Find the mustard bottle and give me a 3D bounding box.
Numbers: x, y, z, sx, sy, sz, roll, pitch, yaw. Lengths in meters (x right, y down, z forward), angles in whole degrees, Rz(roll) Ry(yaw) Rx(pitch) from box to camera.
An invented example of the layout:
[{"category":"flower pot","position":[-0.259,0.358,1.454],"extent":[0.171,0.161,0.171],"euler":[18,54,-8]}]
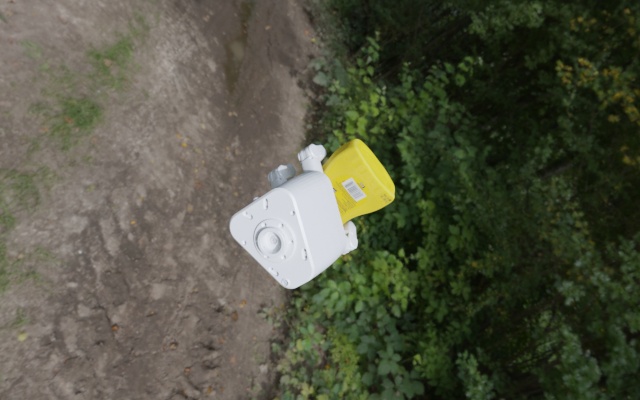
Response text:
[{"category":"mustard bottle","position":[0.000,0.002,0.663],"extent":[0.192,0.096,0.058],"euler":[-31,22,24]}]
